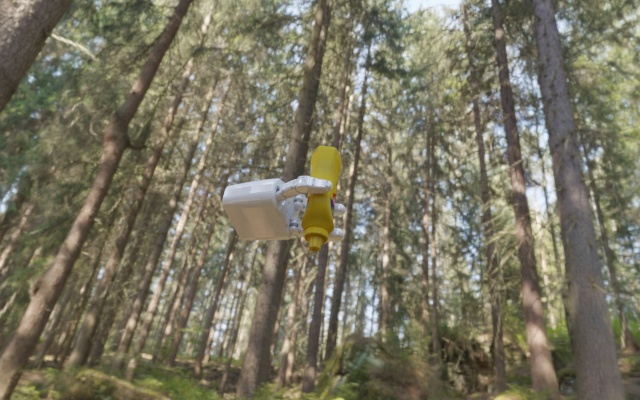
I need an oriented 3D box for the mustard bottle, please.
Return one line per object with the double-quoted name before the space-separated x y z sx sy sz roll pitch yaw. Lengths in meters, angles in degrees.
"mustard bottle" 0.001 0.003 0.854 0.058 0.191 0.096 8 -33 1
